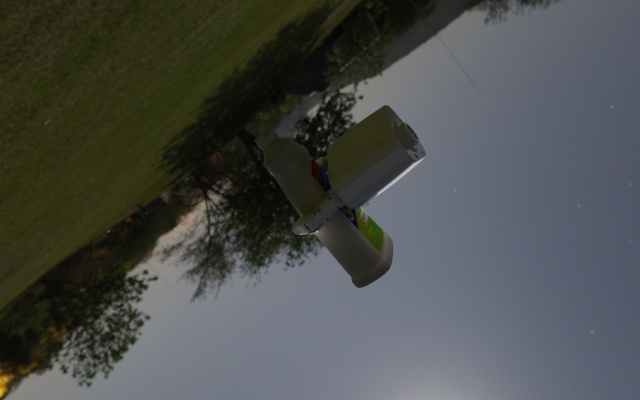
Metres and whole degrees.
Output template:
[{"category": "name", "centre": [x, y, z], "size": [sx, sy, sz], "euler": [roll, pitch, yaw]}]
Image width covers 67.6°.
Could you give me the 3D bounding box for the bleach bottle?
[{"category": "bleach bottle", "centre": [0.000, 0.002, 0.675], "size": [0.068, 0.251, 0.102], "euler": [-37, 13, 24]}]
